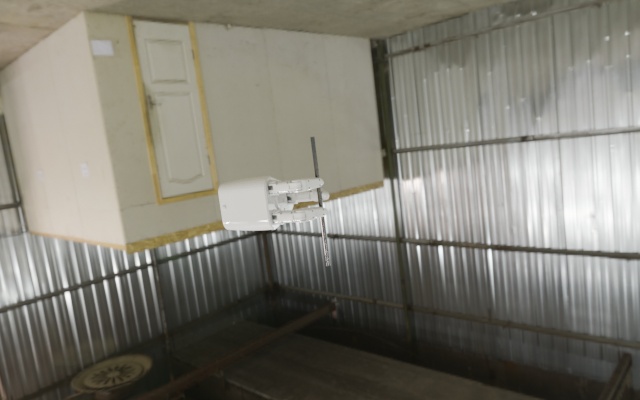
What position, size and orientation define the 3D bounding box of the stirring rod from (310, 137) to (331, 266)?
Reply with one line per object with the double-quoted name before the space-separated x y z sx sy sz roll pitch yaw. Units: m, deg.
"stirring rod" 0.000 0.003 0.881 0.011 0.239 0.011 -7 7 1
